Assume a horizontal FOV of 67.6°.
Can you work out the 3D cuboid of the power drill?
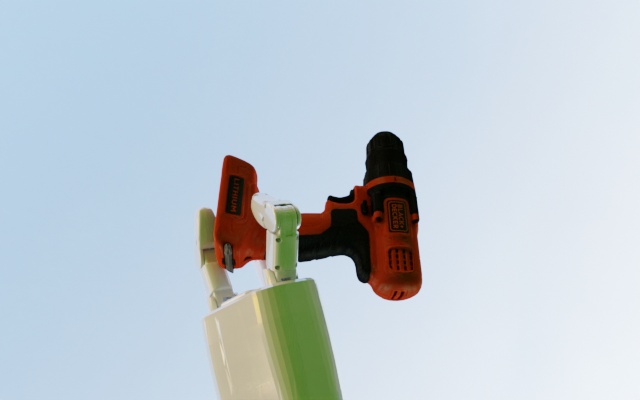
[{"bbox_3d":[0.000,0.002,0.452,0.187,0.184,0.057,3,-36,-4],"label":"power drill"}]
